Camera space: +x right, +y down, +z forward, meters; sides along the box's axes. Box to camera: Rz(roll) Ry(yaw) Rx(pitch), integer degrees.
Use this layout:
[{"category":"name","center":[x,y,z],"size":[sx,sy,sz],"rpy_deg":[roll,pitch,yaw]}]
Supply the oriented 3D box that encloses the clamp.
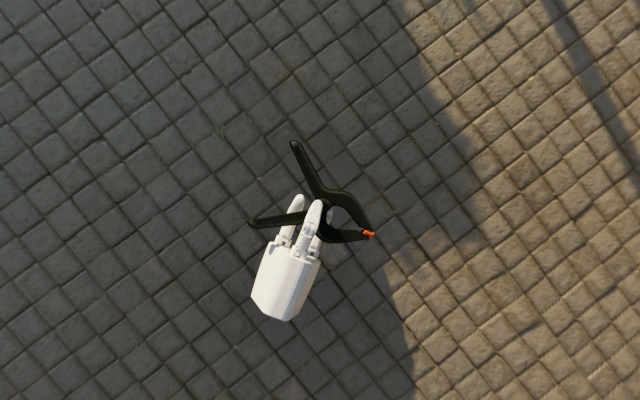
[{"category":"clamp","center":[0.001,0.003,0.814],"size":[0.210,0.164,0.036],"rpy_deg":[21,-1,-7]}]
